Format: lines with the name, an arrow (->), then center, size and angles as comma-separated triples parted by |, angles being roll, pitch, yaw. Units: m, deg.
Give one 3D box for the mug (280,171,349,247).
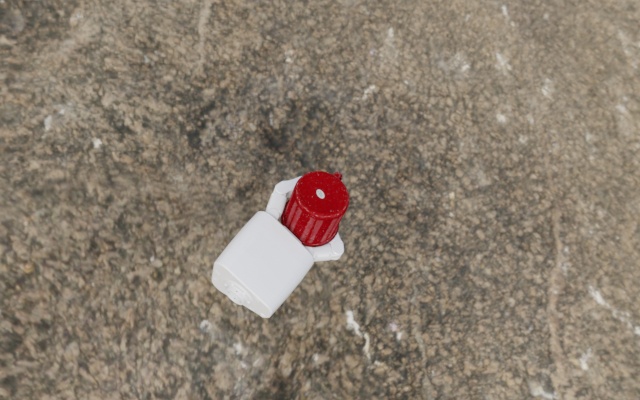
mug -> 0.001, 0.001, 0.711 | 0.093, 0.117, 0.081 | 35, -33, 6
